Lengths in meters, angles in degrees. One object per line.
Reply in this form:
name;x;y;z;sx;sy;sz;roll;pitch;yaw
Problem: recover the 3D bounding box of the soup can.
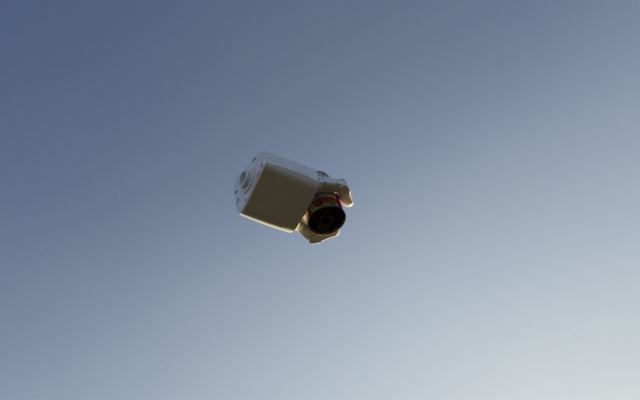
soup can;0.001;0.003;0.862;0.068;0.069;0.102;0;40;-17
